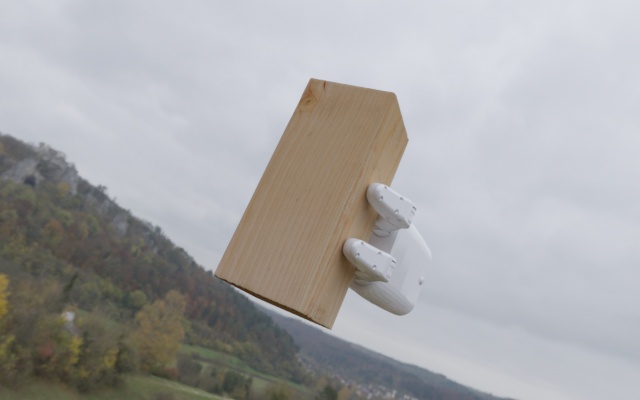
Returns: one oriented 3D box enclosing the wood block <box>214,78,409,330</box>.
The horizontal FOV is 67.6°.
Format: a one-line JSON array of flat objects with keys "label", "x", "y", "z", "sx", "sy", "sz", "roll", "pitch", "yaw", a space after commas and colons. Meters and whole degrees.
[{"label": "wood block", "x": 0.000, "y": 0.001, "z": 0.449, "sx": 0.091, "sy": 0.206, "sz": 0.090, "roll": 16, "pitch": -17, "yaw": 25}]
